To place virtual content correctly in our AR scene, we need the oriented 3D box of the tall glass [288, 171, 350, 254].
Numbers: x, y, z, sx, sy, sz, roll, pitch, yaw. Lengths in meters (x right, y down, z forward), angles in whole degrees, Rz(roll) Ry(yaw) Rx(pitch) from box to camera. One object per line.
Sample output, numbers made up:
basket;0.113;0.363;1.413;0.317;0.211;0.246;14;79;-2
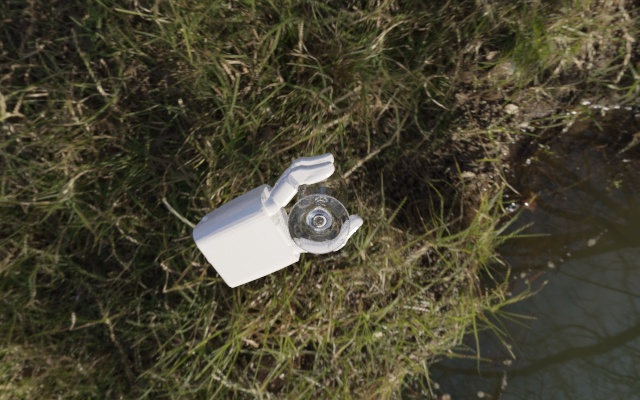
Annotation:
tall glass;0.000;0.002;0.657;0.079;0.079;0.201;0;16;2
